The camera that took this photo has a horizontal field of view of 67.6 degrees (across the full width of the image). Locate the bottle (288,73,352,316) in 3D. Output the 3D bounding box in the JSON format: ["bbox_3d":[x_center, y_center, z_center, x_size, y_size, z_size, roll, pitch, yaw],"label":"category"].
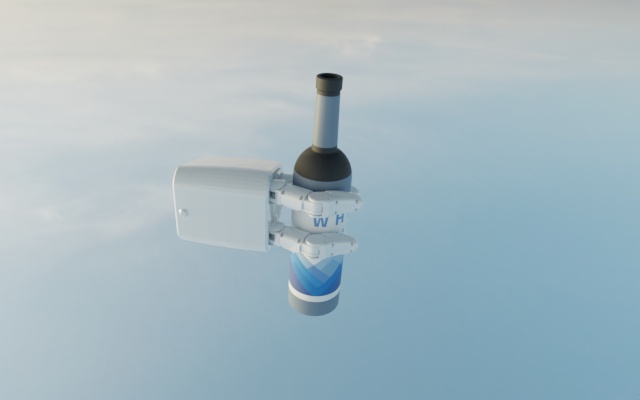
[{"bbox_3d":[0.000,0.002,0.556,0.069,0.296,0.069,3,30,-2],"label":"bottle"}]
